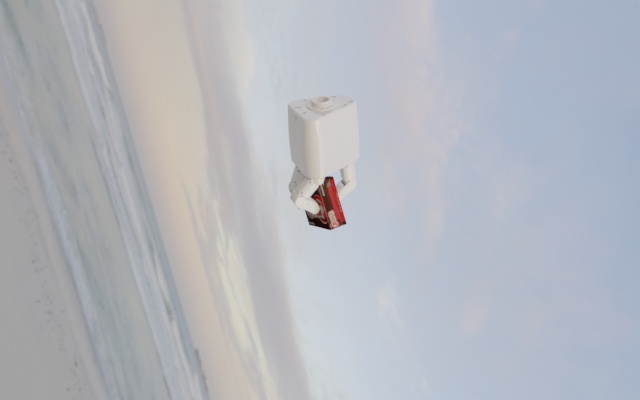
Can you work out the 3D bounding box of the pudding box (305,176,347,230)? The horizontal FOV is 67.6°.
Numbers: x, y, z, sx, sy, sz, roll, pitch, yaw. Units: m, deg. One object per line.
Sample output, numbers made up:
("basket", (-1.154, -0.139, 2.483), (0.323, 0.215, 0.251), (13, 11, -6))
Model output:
("pudding box", (0.000, 0.003, 0.869), (0.039, 0.090, 0.113), (-18, 8, -17))
